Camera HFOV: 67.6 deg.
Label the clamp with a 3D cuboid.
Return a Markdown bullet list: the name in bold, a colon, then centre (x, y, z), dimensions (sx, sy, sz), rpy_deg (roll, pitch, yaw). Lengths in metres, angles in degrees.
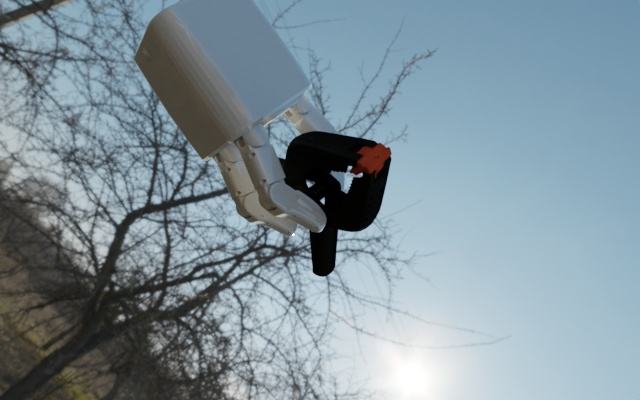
- **clamp**: centre (0.001, 0.001, 0.426), dimensions (0.036, 0.164, 0.210), rpy_deg (-43, 14, -28)
